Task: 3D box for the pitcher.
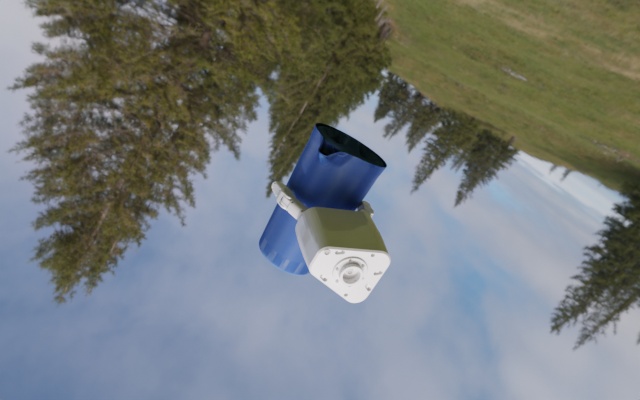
[{"bbox_3d":[0.000,0.003,0.812,0.149,0.243,0.145,22,21,-24],"label":"pitcher"}]
